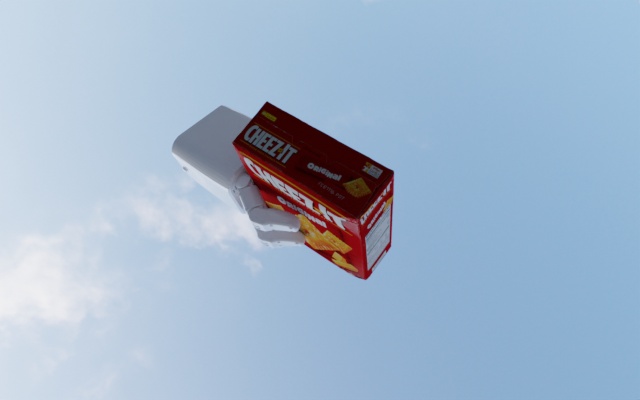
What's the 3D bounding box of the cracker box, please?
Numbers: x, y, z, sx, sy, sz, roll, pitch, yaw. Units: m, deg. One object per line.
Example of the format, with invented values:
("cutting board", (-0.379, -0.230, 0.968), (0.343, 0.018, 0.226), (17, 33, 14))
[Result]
("cracker box", (0.000, 0.002, 0.570), (0.164, 0.072, 0.214), (31, -17, 20))
